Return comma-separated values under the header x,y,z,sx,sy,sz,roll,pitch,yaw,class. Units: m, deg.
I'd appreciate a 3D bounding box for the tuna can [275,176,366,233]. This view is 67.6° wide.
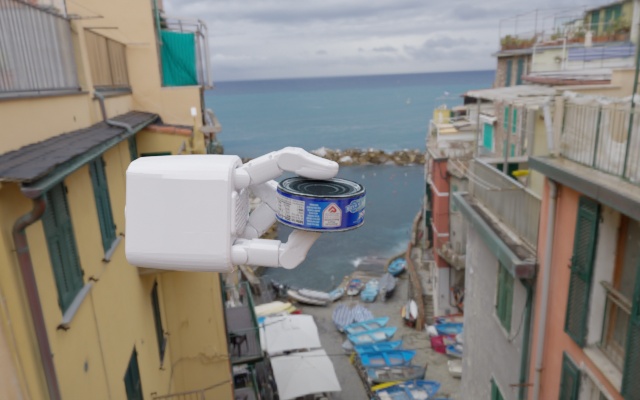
x,y,z,sx,sy,sz,roll,pitch,yaw,class
0.000,0.001,0.454,0.086,0.034,0.086,3,15,-1,tuna can
